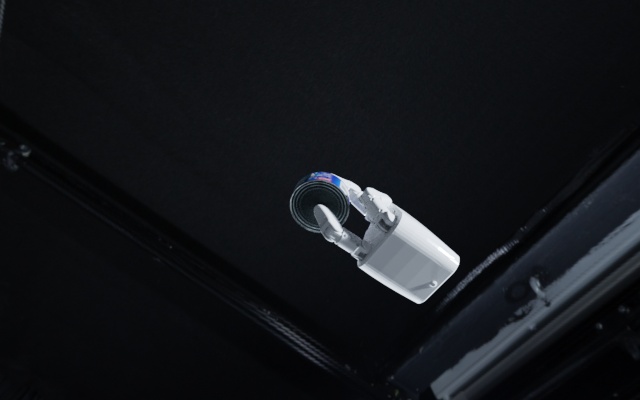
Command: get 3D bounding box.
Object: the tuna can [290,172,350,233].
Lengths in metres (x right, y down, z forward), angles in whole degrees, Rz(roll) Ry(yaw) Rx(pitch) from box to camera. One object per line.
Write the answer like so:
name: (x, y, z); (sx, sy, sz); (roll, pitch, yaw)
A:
tuna can: (0.000, 0.002, 0.695); (0.086, 0.086, 0.033); (0, 28, 8)
